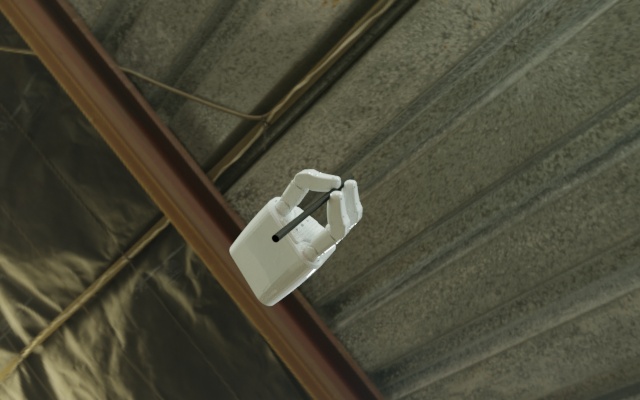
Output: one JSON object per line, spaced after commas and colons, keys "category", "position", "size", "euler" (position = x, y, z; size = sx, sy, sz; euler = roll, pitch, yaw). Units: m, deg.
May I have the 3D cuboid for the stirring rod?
{"category": "stirring rod", "position": [0.000, 0.002, 0.566], "size": [0.011, 0.011, 0.239], "euler": [0, 17, 22]}
